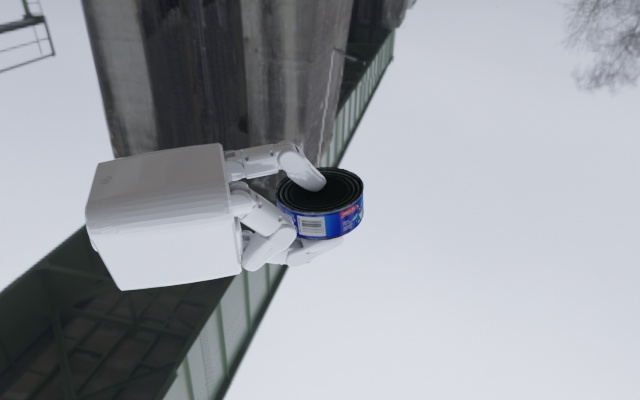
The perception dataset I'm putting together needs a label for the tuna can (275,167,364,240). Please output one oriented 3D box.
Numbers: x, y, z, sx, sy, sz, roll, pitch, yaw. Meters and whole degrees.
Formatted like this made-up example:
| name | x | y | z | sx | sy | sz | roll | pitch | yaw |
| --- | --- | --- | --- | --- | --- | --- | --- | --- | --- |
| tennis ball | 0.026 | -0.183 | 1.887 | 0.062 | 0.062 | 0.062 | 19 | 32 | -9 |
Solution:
| name | x | y | z | sx | sy | sz | roll | pitch | yaw |
| --- | --- | --- | --- | --- | --- | --- | --- | --- | --- |
| tuna can | 0.000 | 0.002 | 0.467 | 0.086 | 0.034 | 0.086 | -4 | 32 | 2 |
